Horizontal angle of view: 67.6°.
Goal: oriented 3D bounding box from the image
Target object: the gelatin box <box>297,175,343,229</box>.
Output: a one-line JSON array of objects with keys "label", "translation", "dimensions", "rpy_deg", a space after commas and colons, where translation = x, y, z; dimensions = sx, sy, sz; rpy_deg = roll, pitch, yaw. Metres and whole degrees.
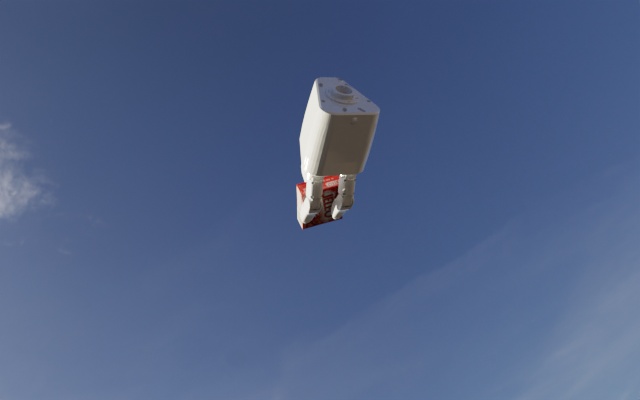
[{"label": "gelatin box", "translation": [0.000, 0.002, 0.782], "dimensions": [0.073, 0.030, 0.089], "rpy_deg": [-15, -40, -14]}]
